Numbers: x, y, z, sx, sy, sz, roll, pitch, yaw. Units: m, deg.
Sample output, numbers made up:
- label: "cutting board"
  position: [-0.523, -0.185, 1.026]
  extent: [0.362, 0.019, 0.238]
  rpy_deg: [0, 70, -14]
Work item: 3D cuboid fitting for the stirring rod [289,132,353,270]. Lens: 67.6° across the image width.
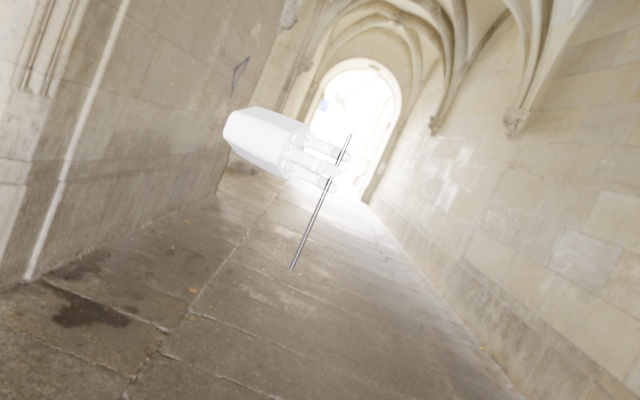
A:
- label: "stirring rod"
  position: [0.000, 0.003, 0.765]
  extent: [0.011, 0.239, 0.011]
  rpy_deg: [24, 7, -3]
